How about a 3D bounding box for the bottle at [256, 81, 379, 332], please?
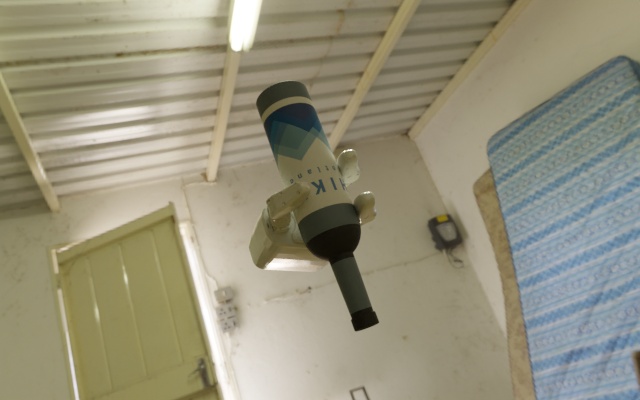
[{"bbox_3d":[0.000,0.002,0.544,0.069,0.295,0.069,-18,-20,-7],"label":"bottle"}]
